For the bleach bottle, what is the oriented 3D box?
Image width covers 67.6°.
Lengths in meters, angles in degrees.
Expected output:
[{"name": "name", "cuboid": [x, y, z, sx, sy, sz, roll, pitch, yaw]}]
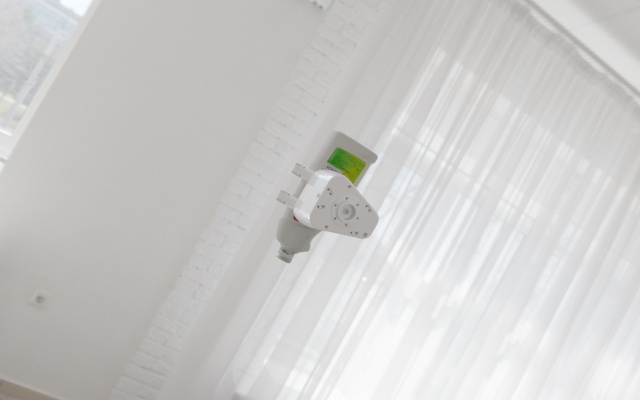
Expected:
[{"name": "bleach bottle", "cuboid": [0.000, 0.003, 0.872, 0.102, 0.251, 0.068, 30, -2, -15]}]
